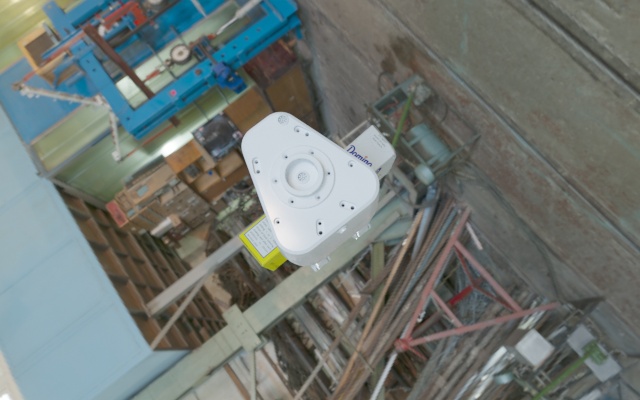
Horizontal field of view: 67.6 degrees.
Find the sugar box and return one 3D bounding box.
[{"bbox_3d":[0.000,0.002,0.510,0.176,0.048,0.093,-38,-9,-5],"label":"sugar box"}]
